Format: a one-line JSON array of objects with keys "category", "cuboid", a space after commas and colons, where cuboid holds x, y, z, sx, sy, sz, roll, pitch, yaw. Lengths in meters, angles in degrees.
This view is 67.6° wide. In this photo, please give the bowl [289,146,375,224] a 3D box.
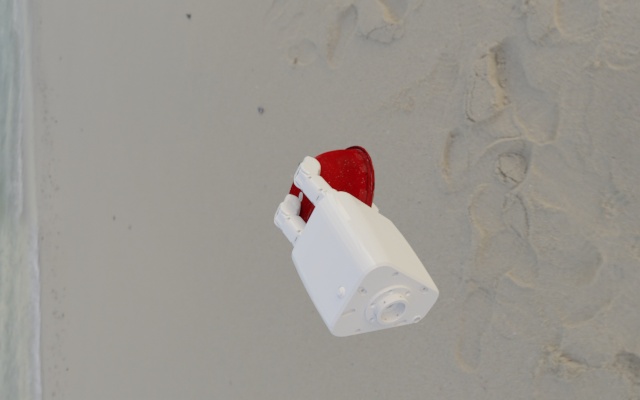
[{"category": "bowl", "cuboid": [-0.001, 0.001, 0.589, 0.055, 0.162, 0.162, 17, -7, -23]}]
